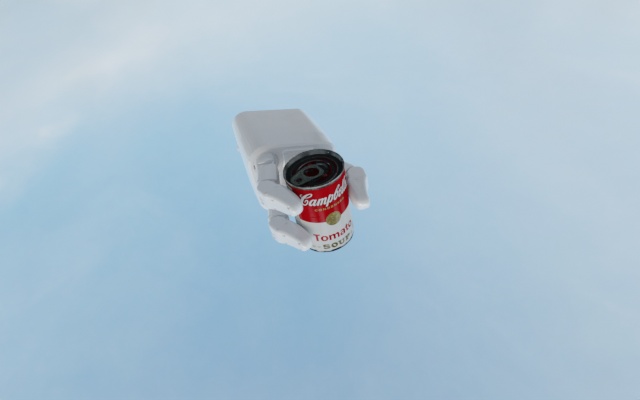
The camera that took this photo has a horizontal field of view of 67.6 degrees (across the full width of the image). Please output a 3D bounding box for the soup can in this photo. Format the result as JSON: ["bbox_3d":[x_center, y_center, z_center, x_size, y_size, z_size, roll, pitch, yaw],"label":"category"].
[{"bbox_3d":[0.000,0.002,0.548,0.068,0.102,0.068,-7,41,6],"label":"soup can"}]
